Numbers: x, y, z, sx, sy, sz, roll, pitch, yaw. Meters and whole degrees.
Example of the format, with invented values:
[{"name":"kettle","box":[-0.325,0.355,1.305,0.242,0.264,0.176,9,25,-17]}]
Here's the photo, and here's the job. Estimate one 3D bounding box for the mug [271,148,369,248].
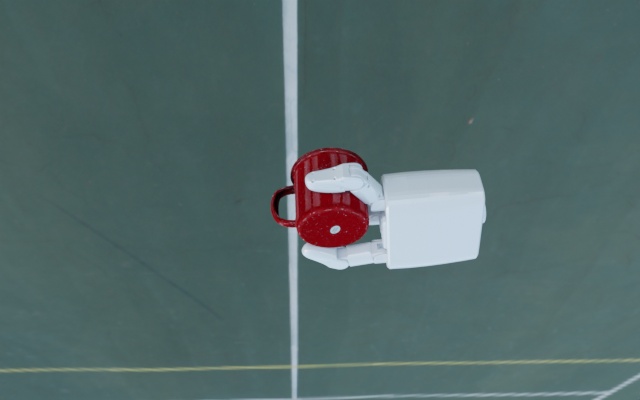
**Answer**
[{"name":"mug","box":[-0.001,0.002,0.548,0.117,0.081,0.093,-7,-38,4]}]
